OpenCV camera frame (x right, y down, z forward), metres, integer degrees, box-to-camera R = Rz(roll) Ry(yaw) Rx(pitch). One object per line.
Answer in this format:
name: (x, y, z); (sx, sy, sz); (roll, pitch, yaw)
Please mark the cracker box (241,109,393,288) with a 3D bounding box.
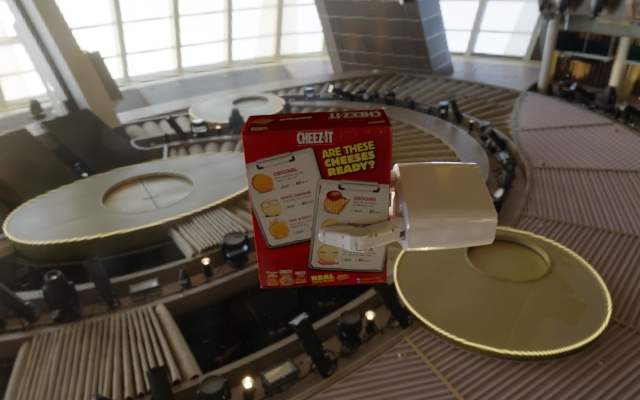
cracker box: (0.000, 0.002, 0.584); (0.164, 0.214, 0.072); (-3, 29, 0)
